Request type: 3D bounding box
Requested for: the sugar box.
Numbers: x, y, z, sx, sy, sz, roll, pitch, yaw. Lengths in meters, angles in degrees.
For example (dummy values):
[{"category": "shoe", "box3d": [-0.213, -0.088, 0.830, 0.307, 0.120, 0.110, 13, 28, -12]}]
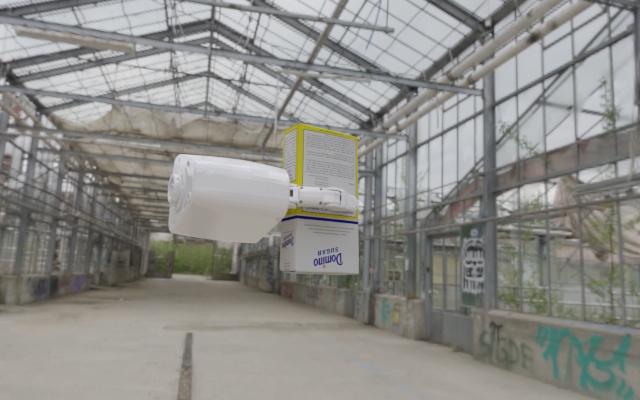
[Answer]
[{"category": "sugar box", "box3d": [0.000, 0.002, 0.587, 0.093, 0.176, 0.048, 8, -10, -31]}]
